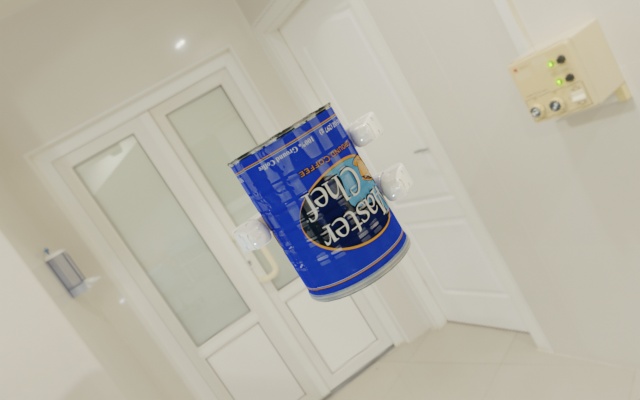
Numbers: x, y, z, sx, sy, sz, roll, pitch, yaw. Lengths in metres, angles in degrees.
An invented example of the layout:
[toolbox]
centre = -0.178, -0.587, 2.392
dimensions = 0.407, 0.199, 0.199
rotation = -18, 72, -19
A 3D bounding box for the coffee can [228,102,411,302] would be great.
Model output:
[coffee can]
centre = 0.000, 0.002, 0.418
dimensions = 0.103, 0.140, 0.103
rotation = -30, 9, 6
